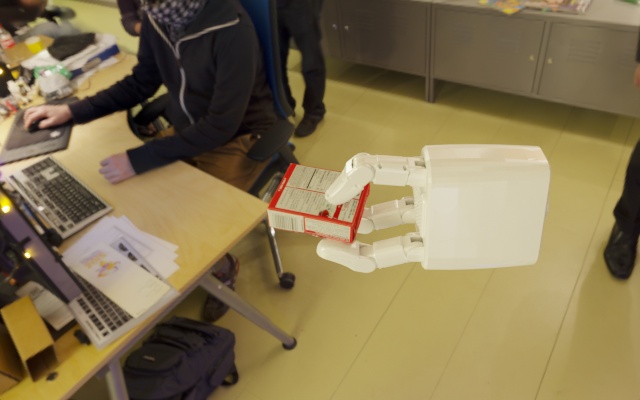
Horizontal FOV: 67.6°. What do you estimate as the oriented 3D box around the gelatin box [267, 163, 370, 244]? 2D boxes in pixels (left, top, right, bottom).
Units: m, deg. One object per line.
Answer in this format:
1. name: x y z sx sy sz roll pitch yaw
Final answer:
1. gelatin box: 0.000 0.001 0.482 0.089 0.030 0.073 11 45 11
